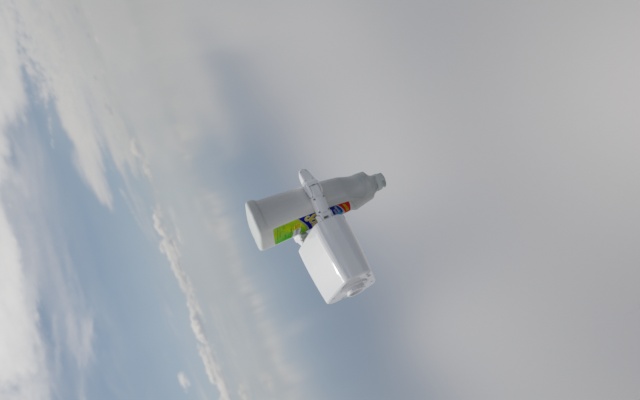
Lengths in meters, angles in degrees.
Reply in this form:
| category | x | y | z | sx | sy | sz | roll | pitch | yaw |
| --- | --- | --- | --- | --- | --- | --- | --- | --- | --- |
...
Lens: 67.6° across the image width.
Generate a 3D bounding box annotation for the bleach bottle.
| category | x | y | z | sx | sy | sz | roll | pitch | yaw |
| --- | --- | --- | --- | --- | --- | --- | --- | --- | --- |
| bleach bottle | 0.000 | 0.003 | 0.826 | 0.251 | 0.068 | 0.103 | -21 | -25 | -15 |
